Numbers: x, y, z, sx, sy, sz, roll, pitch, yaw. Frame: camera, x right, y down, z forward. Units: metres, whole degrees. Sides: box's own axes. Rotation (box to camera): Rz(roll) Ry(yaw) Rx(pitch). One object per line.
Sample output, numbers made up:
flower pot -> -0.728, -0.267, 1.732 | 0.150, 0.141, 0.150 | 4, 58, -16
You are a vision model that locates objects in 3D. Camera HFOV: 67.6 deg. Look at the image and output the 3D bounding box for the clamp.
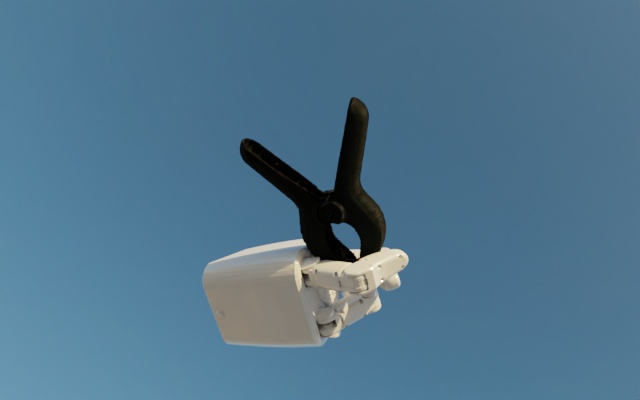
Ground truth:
clamp -> 0.000, 0.001, 0.429 | 0.120, 0.171, 0.039 | -6, 20, 26
